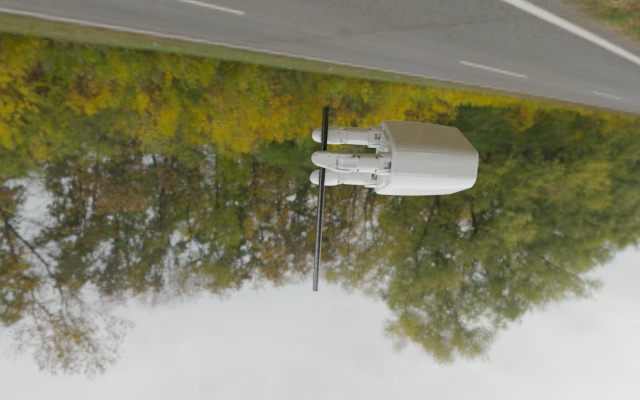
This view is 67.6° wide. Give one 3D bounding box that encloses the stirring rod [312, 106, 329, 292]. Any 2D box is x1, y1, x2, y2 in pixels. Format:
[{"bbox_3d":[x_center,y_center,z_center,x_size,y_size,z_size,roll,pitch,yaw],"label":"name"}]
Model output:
[{"bbox_3d":[0.000,0.002,0.612,0.011,0.239,0.011,3,11,-1],"label":"stirring rod"}]
